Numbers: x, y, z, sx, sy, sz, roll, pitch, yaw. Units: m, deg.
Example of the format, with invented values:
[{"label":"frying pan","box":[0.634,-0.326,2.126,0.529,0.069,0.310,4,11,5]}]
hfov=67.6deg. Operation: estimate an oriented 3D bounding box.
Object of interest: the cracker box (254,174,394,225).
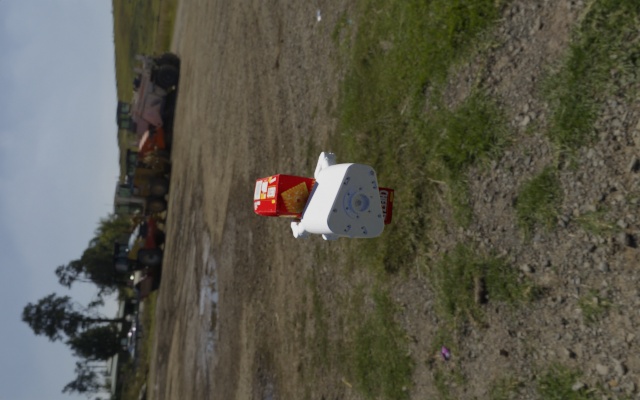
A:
[{"label":"cracker box","box":[0.000,0.003,0.871,0.214,0.072,0.164,7,-4,-21]}]
